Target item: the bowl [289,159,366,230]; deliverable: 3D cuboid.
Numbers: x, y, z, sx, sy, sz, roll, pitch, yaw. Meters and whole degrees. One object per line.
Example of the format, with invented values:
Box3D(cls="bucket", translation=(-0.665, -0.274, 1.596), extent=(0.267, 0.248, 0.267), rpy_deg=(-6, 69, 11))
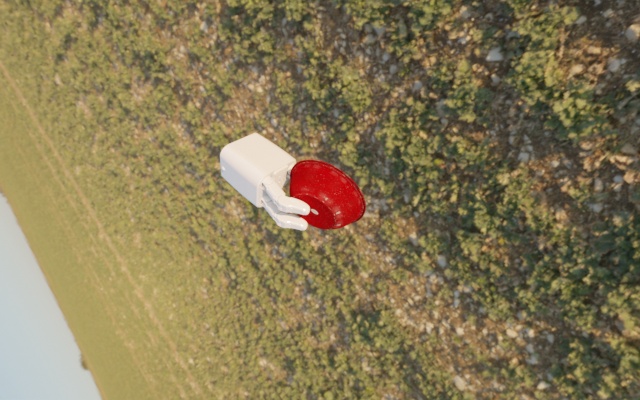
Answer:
Box3D(cls="bowl", translation=(0.001, 0.004, 0.880), extent=(0.162, 0.162, 0.055), rpy_deg=(0, 43, 41))
